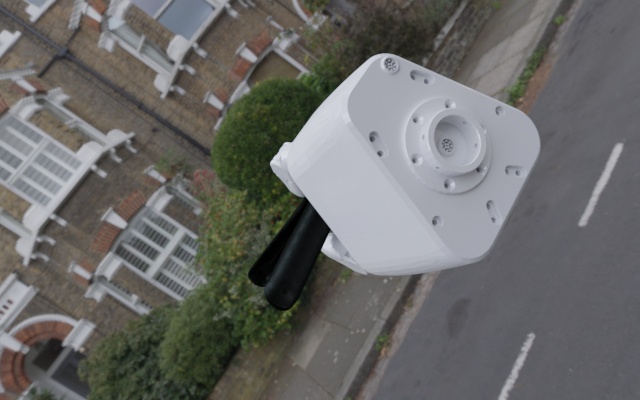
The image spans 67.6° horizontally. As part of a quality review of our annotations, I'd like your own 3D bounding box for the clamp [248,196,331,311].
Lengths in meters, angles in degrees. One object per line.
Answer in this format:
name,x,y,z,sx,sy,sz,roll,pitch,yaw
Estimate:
clamp,0.000,0.000,0.432,0.036,0.210,0.164,35,-17,-10
